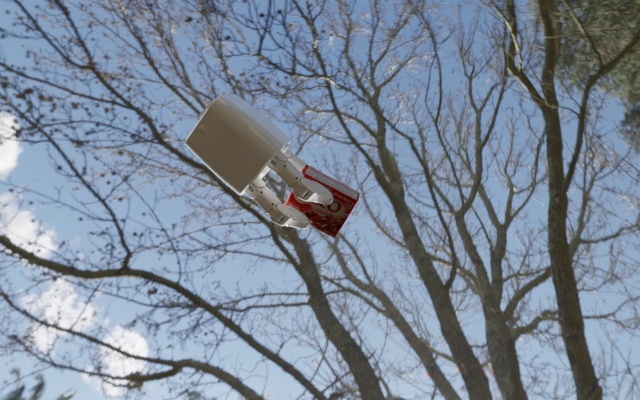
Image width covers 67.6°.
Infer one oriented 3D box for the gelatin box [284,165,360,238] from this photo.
[{"bbox_3d":[0.000,0.002,0.682,0.089,0.073,0.030,28,30,-4],"label":"gelatin box"}]
